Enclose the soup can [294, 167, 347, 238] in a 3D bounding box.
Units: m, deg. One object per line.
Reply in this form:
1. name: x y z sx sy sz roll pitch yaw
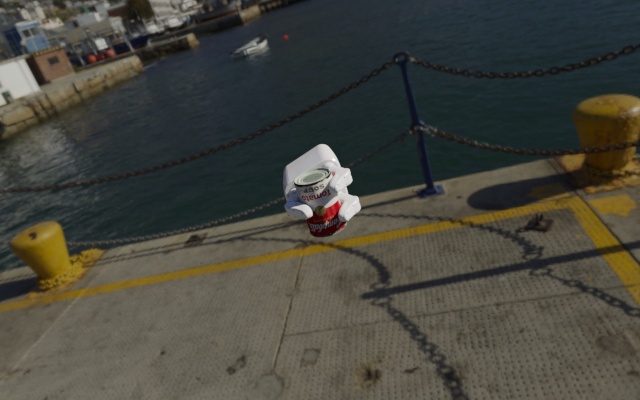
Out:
1. soup can: 0.000 0.003 0.819 0.068 0.102 0.068 -14 24 7
